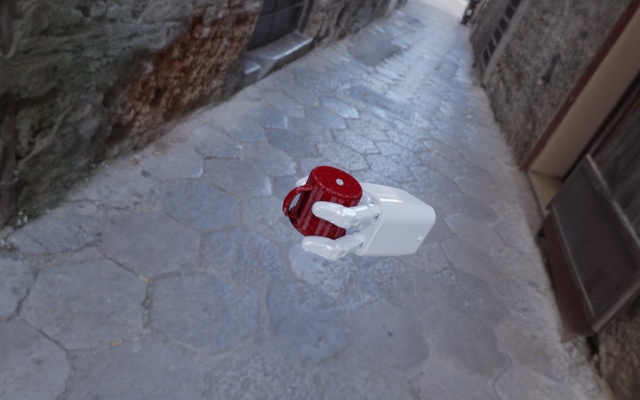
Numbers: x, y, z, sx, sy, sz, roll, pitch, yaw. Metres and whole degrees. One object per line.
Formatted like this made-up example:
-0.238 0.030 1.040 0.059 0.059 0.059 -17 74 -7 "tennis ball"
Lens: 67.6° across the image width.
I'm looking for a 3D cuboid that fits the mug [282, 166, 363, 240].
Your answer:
-0.001 0.002 0.688 0.117 0.081 0.093 5 35 -32 "mug"
